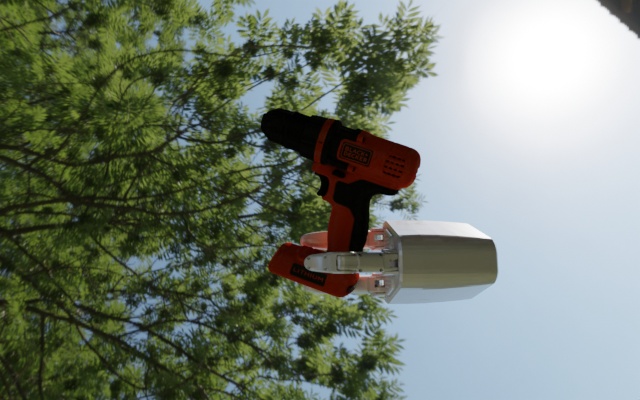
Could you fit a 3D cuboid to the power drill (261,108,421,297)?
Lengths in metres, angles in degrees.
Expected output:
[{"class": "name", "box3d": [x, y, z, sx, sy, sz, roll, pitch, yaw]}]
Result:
[{"class": "power drill", "box3d": [0.000, 0.002, 0.543, 0.184, 0.188, 0.057, 20, 15, 12]}]
